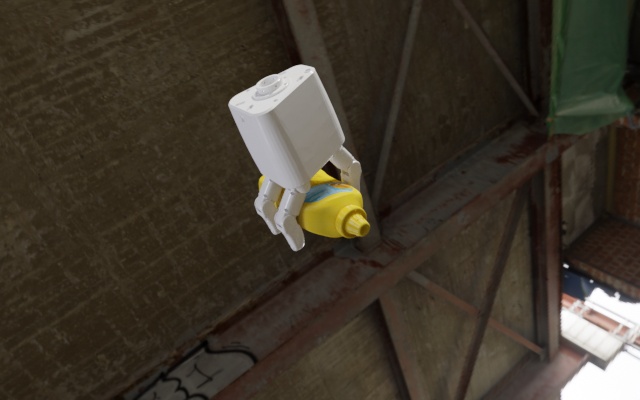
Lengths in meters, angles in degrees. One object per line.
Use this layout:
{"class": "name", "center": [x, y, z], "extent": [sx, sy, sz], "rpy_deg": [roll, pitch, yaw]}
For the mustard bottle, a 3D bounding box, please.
{"class": "mustard bottle", "center": [0.000, 0.002, 0.642], "extent": [0.096, 0.058, 0.191], "rpy_deg": [-15, 28, -30]}
